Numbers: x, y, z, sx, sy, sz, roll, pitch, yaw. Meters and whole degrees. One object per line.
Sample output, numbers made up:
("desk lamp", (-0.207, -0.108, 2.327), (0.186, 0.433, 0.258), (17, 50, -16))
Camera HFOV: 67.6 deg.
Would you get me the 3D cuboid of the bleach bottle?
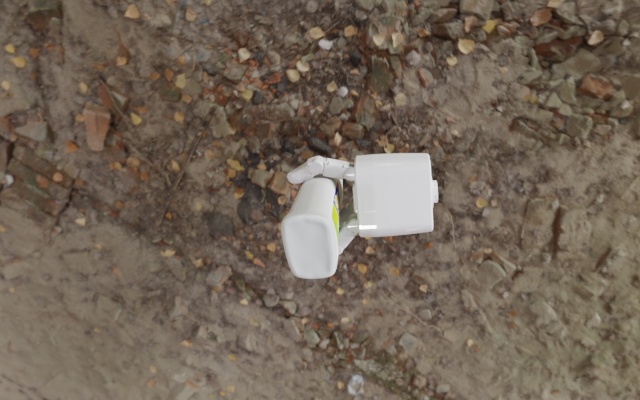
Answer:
("bleach bottle", (0.000, 0.002, 0.706), (0.068, 0.103, 0.250), (-3, 29, 9))
